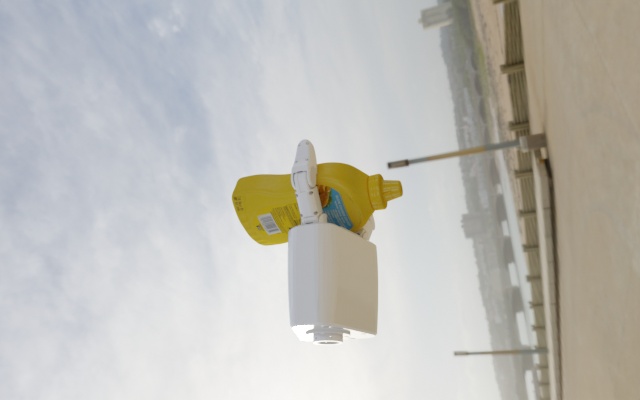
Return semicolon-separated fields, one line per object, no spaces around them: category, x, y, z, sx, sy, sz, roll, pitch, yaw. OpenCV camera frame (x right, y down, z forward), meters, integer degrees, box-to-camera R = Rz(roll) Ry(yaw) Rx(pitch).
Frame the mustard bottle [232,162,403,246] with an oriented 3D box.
mustard bottle;0.000;0.002;0.558;0.191;0.096;0.058;-9;40;19
